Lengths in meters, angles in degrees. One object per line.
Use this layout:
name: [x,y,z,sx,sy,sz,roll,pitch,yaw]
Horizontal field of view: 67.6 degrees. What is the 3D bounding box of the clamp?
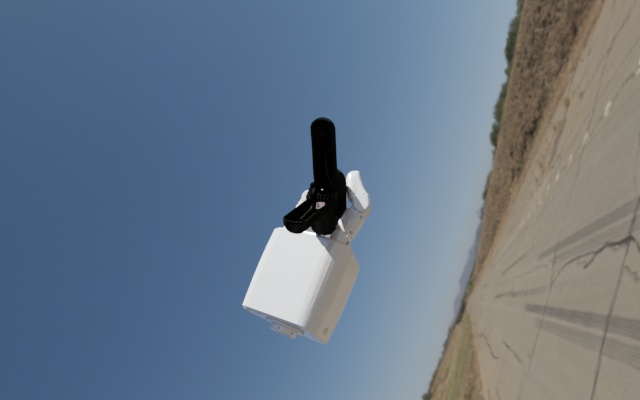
clamp: [0.000,0.002,0.528,0.039,0.120,0.171,17,-21,20]
